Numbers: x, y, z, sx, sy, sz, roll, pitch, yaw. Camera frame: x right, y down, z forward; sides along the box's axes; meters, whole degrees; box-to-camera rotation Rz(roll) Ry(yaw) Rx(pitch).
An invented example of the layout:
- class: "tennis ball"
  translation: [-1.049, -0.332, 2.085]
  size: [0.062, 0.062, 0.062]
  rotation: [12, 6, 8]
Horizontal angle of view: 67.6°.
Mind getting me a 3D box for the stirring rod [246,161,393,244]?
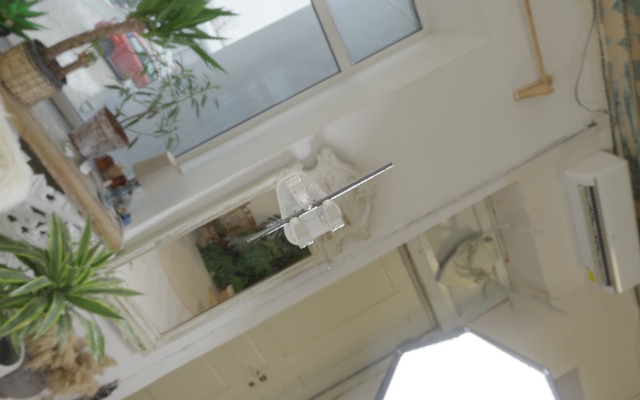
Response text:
- class: "stirring rod"
  translation: [0.000, 0.002, 0.699]
  size: [0.239, 0.011, 0.011]
  rotation: [-29, 2, -5]
